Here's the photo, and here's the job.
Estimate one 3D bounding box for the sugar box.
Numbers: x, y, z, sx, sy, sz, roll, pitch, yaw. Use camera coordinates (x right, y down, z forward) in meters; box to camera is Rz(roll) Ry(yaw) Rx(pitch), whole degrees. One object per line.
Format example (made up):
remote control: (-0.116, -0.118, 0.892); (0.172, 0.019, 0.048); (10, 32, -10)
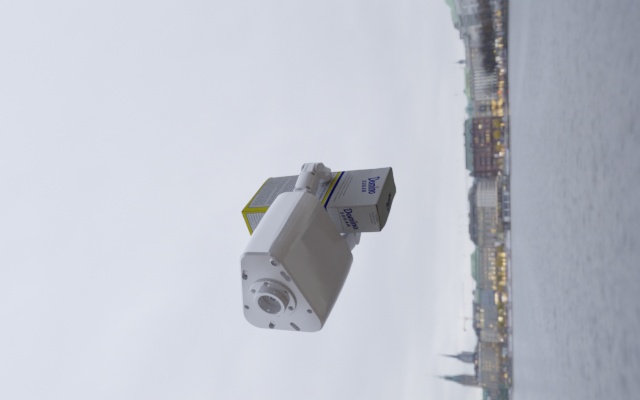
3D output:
sugar box: (0.000, 0.003, 0.603); (0.176, 0.048, 0.093); (-1, 32, 22)
